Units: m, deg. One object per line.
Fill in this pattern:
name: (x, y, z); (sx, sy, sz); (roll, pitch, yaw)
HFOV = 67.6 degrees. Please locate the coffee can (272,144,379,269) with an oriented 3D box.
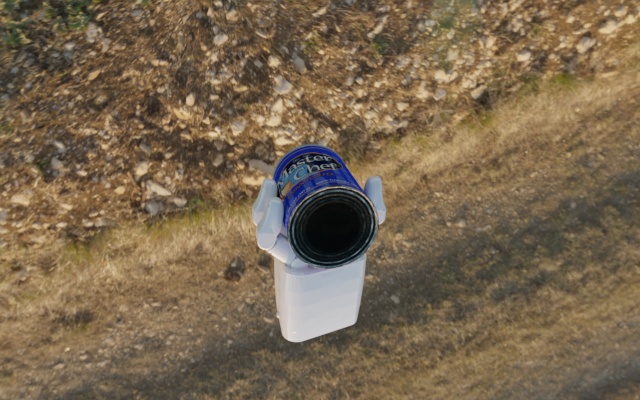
coffee can: (0.000, 0.002, 0.577); (0.103, 0.103, 0.140); (0, 25, -13)
